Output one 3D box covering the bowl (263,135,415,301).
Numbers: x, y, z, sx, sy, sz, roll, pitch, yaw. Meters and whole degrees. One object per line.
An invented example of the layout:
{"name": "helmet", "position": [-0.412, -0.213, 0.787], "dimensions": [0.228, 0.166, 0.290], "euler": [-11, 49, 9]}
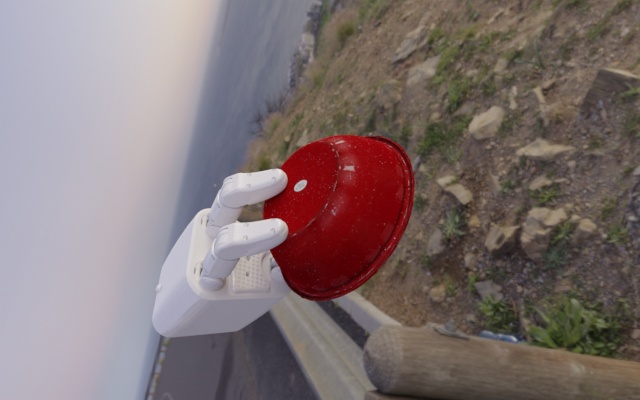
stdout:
{"name": "bowl", "position": [0.001, 0.000, 0.414], "dimensions": [0.055, 0.162, 0.162], "euler": [33, -21, -36]}
